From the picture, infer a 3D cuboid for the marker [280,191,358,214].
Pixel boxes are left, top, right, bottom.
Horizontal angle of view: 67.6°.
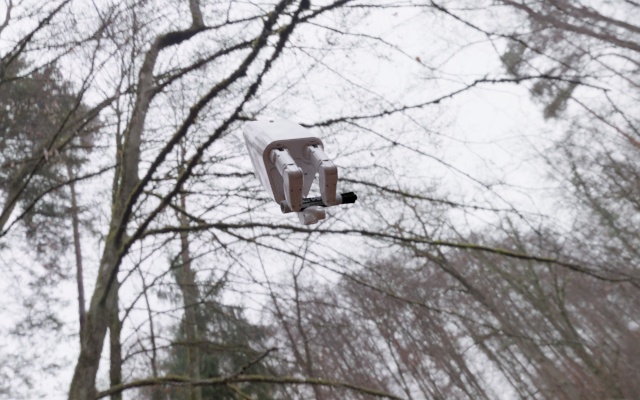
[{"bbox_3d":[0.000,0.002,0.694,0.121,0.020,0.020,-8,4,-26],"label":"marker"}]
